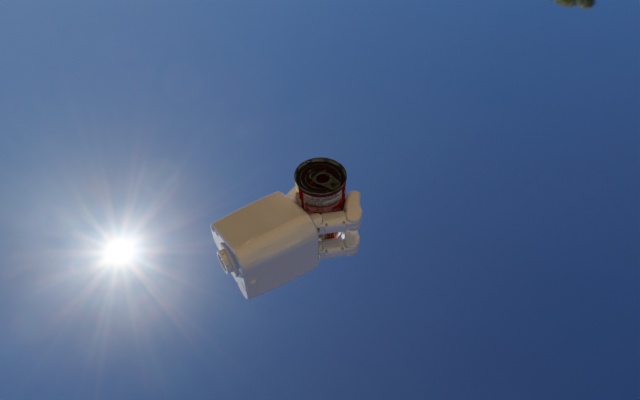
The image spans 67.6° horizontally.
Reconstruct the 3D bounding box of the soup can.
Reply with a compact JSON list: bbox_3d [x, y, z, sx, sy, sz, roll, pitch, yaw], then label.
[{"bbox_3d":[0.000,0.002,0.647,0.068,0.068,0.102,0,-43,0],"label":"soup can"}]
